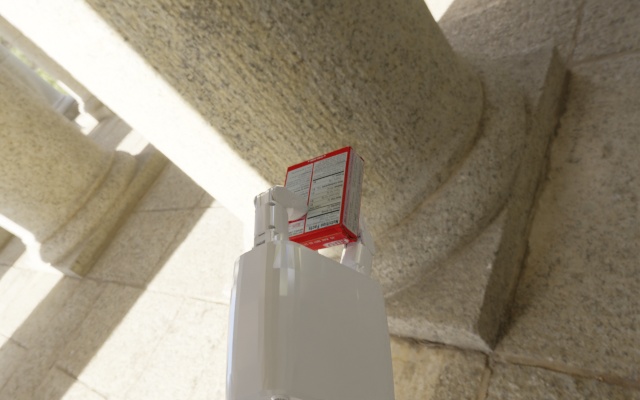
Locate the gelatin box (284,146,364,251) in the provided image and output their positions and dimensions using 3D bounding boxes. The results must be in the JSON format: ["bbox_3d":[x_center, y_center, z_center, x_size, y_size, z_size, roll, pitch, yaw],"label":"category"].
[{"bbox_3d":[0.000,0.001,0.432,0.073,0.089,0.030,-17,-40,32],"label":"gelatin box"}]
